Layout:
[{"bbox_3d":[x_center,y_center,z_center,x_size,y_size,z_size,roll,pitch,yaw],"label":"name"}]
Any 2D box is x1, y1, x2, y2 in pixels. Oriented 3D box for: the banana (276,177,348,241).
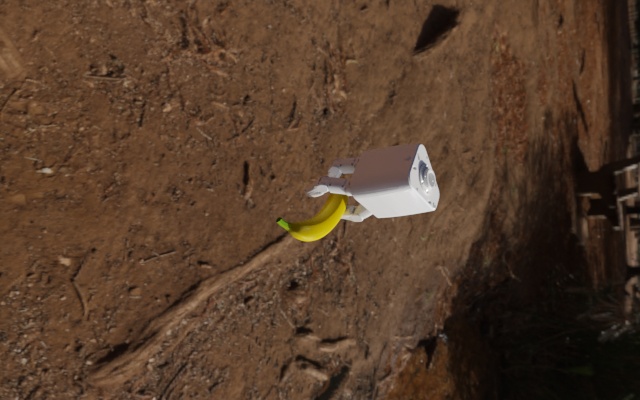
[{"bbox_3d":[0.005,0.021,0.835,0.037,0.069,0.197,-10,16,39],"label":"banana"}]
